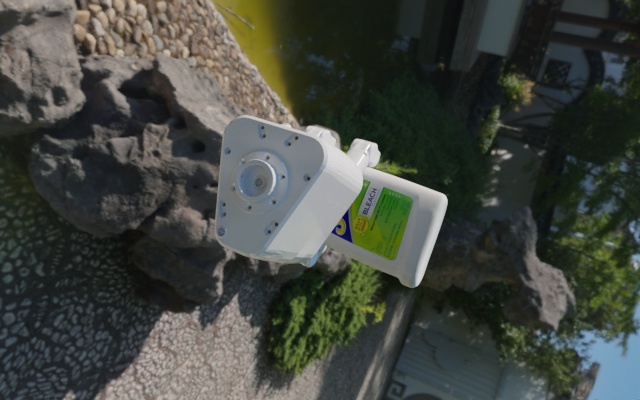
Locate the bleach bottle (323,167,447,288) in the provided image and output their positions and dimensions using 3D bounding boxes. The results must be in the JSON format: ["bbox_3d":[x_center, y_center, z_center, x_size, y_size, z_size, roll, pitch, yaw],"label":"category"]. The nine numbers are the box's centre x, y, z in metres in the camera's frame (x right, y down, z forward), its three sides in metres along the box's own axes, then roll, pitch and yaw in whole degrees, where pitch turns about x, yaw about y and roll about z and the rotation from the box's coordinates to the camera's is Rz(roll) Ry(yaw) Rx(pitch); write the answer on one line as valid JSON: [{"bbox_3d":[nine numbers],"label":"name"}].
[{"bbox_3d":[0.000,0.002,0.516,0.251,0.102,0.068,19,-2,19],"label":"bleach bottle"}]
